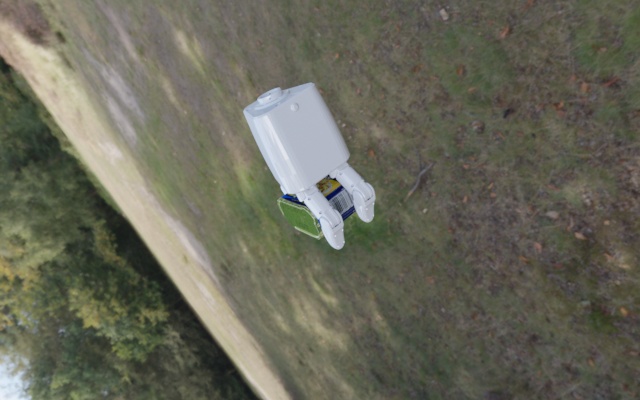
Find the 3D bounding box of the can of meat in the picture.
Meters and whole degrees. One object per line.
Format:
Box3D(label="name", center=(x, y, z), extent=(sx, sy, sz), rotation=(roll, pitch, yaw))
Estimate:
Box3D(label="can of meat", center=(0.000, 0.002, 0.661), extent=(0.084, 0.057, 0.102), rotation=(-36, 27, -22))
